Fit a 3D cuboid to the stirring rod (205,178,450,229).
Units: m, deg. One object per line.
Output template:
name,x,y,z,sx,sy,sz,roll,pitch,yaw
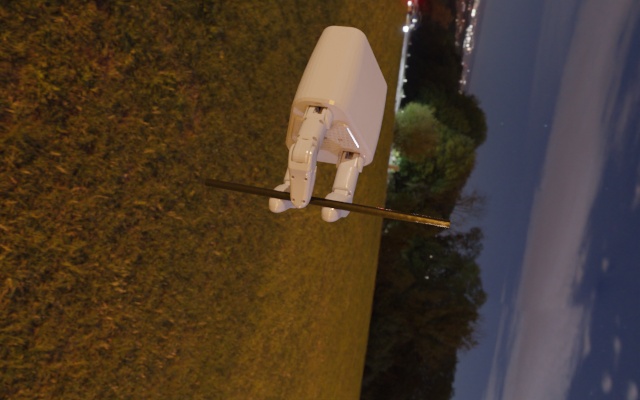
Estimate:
stirring rod,0.000,0.001,0.454,0.239,0.011,0.011,10,2,14
